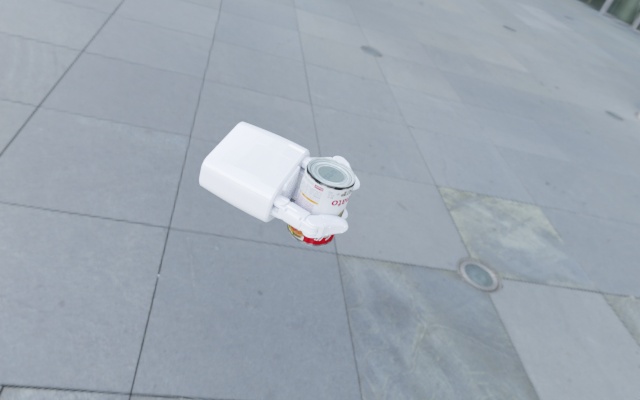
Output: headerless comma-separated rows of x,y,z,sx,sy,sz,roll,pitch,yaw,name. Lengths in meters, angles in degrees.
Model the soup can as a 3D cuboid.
0.001,0.002,0.638,0.068,0.102,0.068,13,35,-10,soup can
